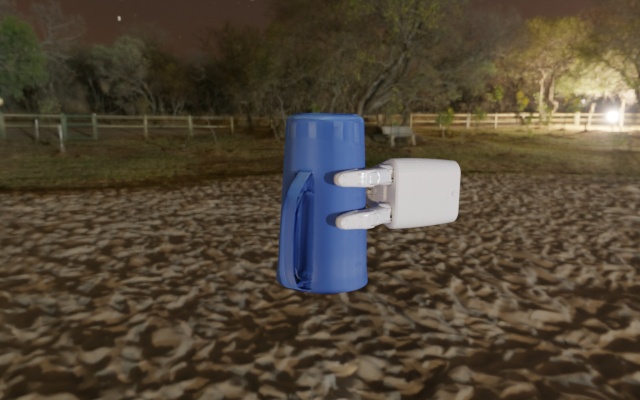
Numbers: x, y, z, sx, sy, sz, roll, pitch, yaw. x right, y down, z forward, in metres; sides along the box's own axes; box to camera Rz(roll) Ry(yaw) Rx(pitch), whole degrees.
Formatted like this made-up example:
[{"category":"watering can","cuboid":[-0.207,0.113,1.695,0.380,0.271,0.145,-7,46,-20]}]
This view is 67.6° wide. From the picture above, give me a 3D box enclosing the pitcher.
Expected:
[{"category":"pitcher","cuboid":[0.000,0.002,0.667,0.145,0.243,0.149,-2,9,-18]}]
